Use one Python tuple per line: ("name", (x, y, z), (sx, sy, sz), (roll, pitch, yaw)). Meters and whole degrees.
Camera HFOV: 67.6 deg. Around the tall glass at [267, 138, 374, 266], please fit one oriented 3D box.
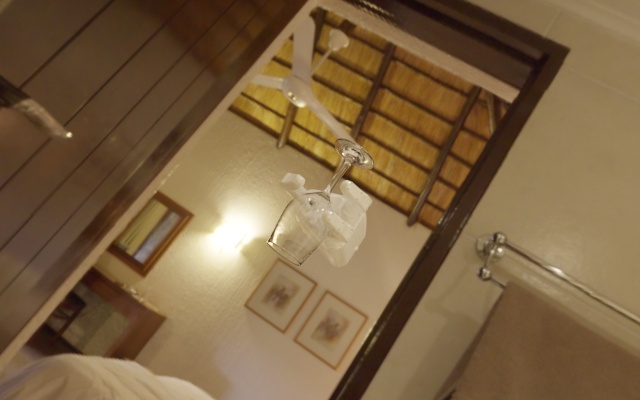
("tall glass", (0.000, 0.002, 0.742), (0.079, 0.201, 0.079), (32, -18, 12))
